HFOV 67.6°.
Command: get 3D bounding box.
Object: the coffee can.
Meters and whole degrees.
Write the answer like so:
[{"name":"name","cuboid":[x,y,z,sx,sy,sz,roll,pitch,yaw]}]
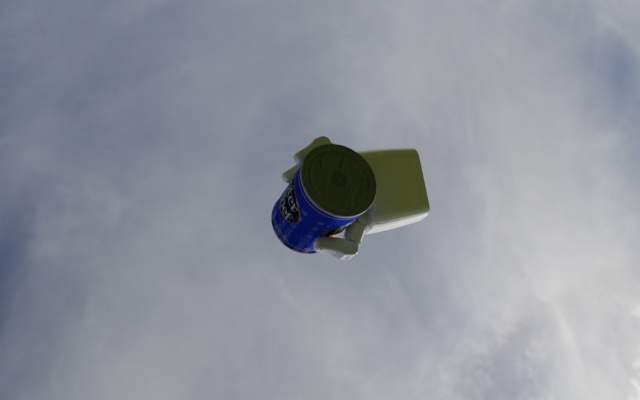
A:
[{"name":"coffee can","cuboid":[0.000,0.002,0.654,0.103,0.102,0.140,0,-25,-23]}]
